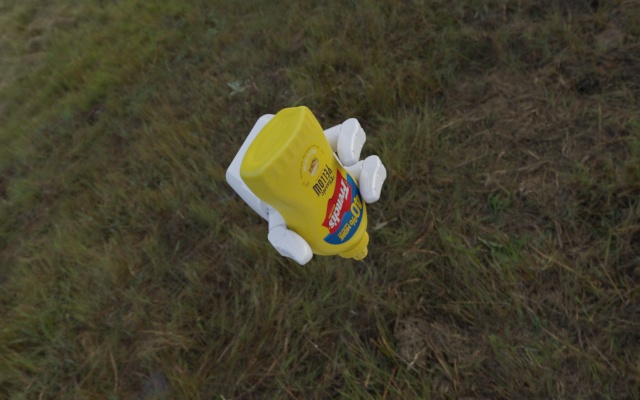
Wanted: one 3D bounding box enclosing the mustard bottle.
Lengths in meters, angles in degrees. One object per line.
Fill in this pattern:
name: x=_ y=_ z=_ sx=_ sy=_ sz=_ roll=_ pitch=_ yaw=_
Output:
mustard bottle: x=0.000 y=0.002 z=0.504 sx=0.058 sy=0.096 sz=0.192 roll=0 pitch=-40 yaw=39
